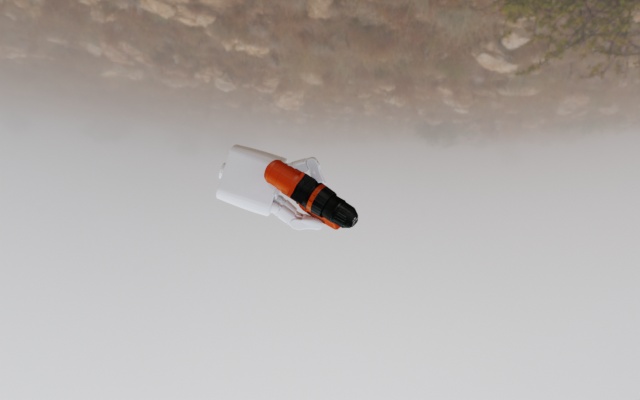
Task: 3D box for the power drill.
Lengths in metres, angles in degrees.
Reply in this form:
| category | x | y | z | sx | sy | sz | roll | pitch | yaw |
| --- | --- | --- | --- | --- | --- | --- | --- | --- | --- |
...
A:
| category | x | y | z | sx | sy | sz | roll | pitch | yaw |
| --- | --- | --- | --- | --- | --- | --- | --- | --- | --- |
| power drill | 0.000 | 0.003 | 0.868 | 0.184 | 0.057 | 0.188 | 34 | -4 | 18 |
